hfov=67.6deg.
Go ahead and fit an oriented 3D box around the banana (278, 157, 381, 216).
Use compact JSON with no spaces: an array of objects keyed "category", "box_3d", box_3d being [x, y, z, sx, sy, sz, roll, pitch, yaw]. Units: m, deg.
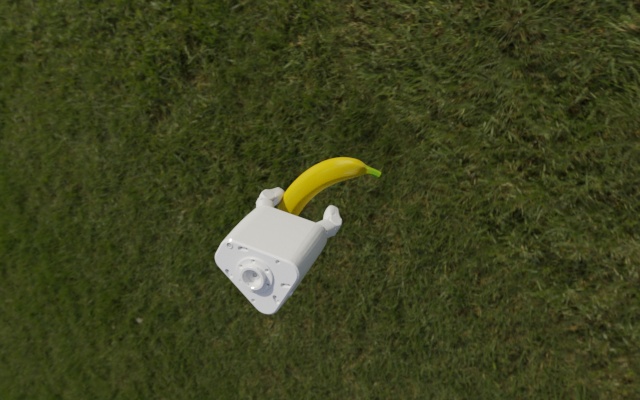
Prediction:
[{"category":"banana","box_3d":[-0.008,-0.014,0.729,0.198,0.069,0.037,-30,13,25]}]
